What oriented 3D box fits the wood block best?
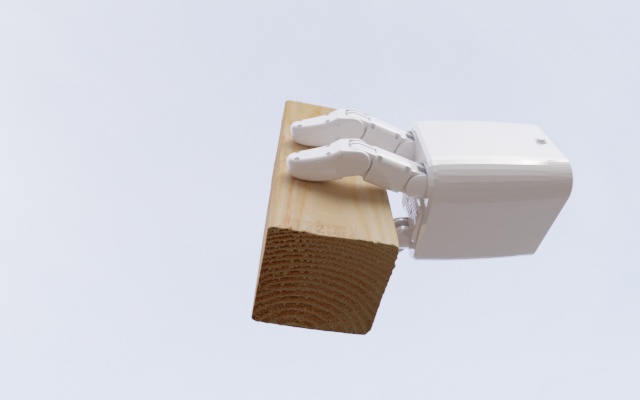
[{"bbox_3d":[0.000,0.002,0.411,0.090,0.091,0.206,9,33,-6],"label":"wood block"}]
